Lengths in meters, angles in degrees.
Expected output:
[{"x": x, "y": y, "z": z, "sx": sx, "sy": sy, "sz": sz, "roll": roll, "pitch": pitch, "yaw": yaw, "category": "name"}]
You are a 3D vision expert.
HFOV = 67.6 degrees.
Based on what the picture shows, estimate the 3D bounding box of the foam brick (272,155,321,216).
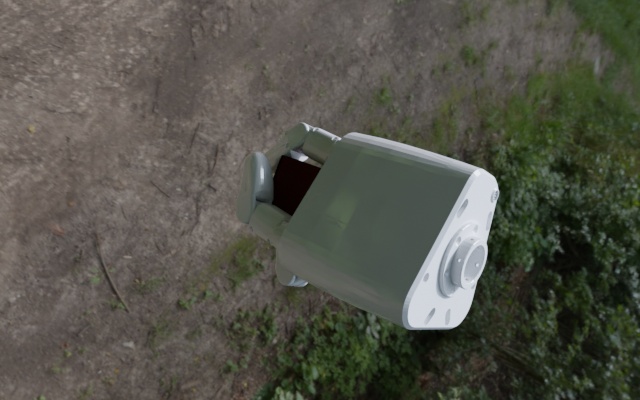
[{"x": 0.000, "y": 0.001, "z": 0.401, "sx": 0.051, "sy": 0.053, "sz": 0.078, "roll": 23, "pitch": 3, "yaw": 40, "category": "foam brick"}]
